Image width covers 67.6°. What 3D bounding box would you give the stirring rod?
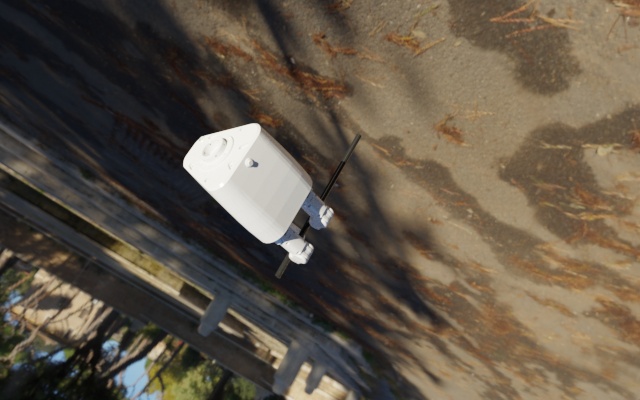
[{"bbox_3d":[0.000,0.002,0.666,0.011,0.239,0.011,27,-19,10],"label":"stirring rod"}]
